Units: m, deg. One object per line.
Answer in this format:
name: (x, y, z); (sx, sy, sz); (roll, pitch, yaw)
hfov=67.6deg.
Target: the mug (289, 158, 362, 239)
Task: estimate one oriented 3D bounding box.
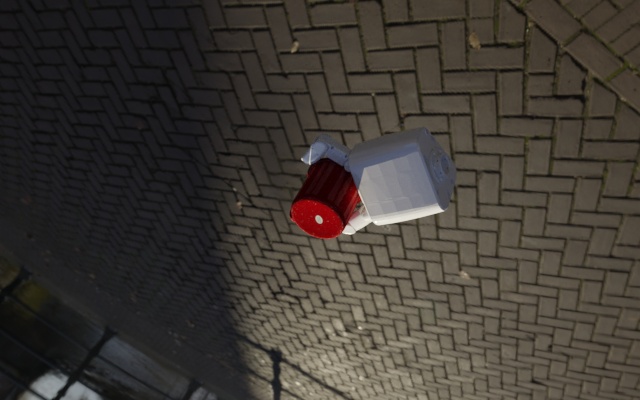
mug: (-0.001, 0.003, 0.689); (0.117, 0.093, 0.081); (-15, 32, 38)
